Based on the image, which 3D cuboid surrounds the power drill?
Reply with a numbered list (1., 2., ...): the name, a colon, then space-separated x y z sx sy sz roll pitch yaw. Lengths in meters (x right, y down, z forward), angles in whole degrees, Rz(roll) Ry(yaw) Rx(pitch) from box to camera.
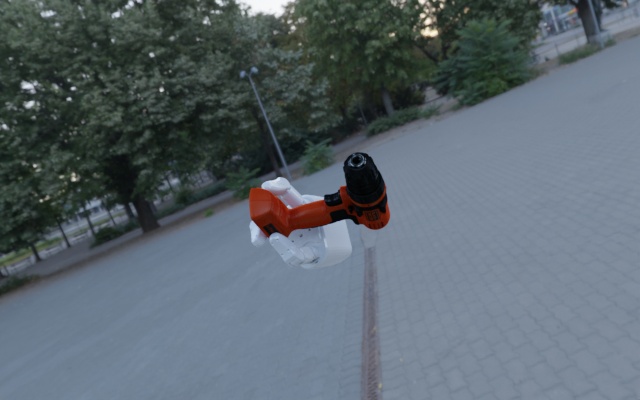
1. power drill: 0.000 0.002 0.669 0.187 0.057 0.184 -9 -29 11
